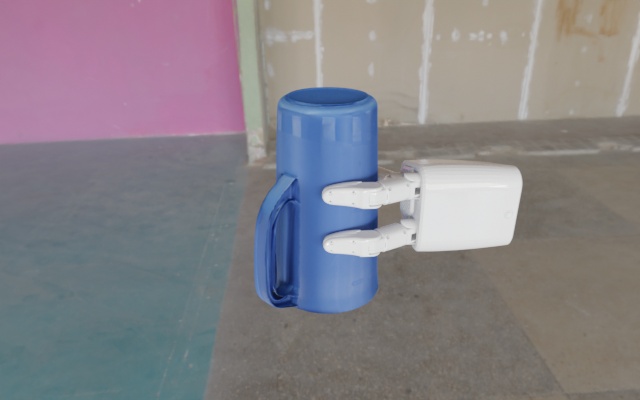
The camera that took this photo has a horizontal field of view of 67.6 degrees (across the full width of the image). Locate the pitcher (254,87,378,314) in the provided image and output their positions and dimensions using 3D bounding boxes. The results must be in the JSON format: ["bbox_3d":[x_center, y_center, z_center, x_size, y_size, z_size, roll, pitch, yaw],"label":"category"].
[{"bbox_3d":[0.000,0.002,0.550,0.145,0.243,0.149,0,24,0],"label":"pitcher"}]
